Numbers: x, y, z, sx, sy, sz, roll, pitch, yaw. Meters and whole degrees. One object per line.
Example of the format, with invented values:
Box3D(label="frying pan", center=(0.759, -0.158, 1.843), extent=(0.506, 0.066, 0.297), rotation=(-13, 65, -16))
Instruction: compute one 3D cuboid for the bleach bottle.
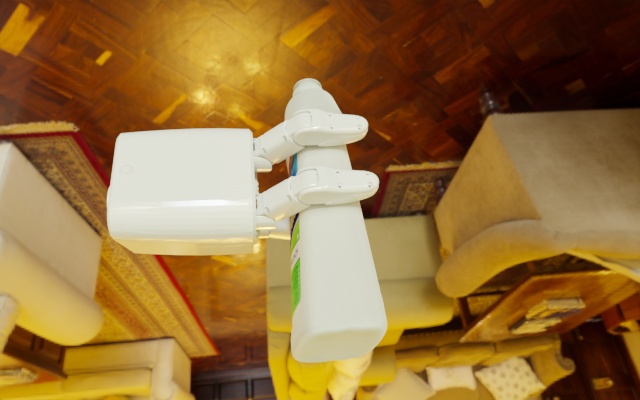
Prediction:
Box3D(label="bleach bottle", center=(0.000, 0.001, 0.416), extent=(0.068, 0.250, 0.103), rotation=(-2, -31, -10))
